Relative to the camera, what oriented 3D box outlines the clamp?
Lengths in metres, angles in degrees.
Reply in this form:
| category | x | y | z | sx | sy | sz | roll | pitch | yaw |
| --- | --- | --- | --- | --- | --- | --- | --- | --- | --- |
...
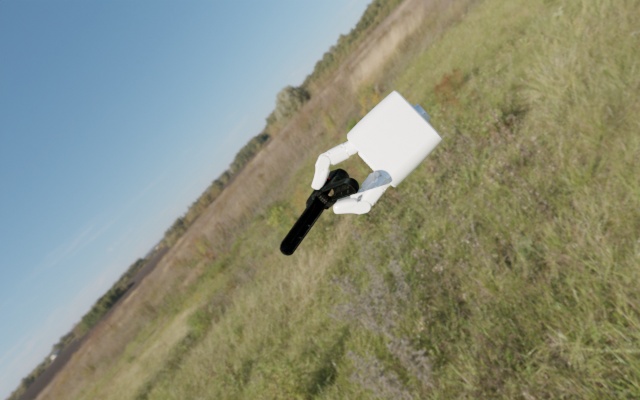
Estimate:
| category | x | y | z | sx | sy | sz | roll | pitch | yaw |
| --- | --- | --- | --- | --- | --- | --- | --- | --- | --- |
| clamp | 0.000 | 0.002 | 0.795 | 0.036 | 0.164 | 0.210 | 43 | 14 | -10 |
